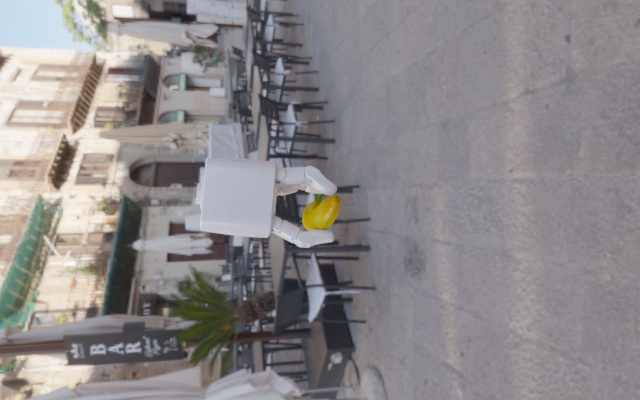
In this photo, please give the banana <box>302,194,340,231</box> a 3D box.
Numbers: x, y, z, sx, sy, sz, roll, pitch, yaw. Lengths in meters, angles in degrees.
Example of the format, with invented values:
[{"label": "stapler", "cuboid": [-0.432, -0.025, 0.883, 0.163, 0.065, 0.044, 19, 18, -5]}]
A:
[{"label": "banana", "cuboid": [-0.004, 0.021, 0.788, 0.037, 0.069, 0.198, 11, 2, -10]}]
